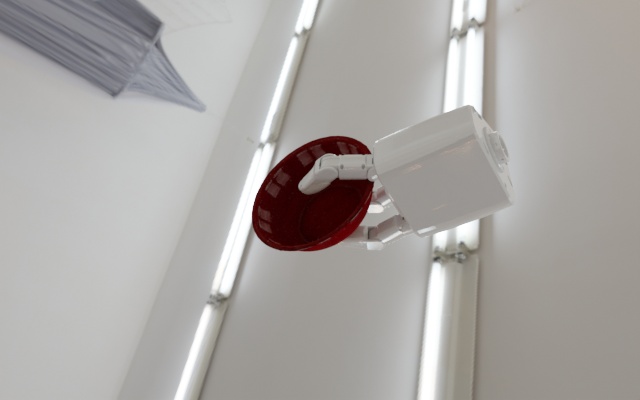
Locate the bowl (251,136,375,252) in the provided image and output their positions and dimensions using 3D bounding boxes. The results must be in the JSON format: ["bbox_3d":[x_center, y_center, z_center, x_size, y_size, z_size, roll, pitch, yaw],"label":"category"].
[{"bbox_3d":[-0.001,0.002,0.562,0.162,0.162,0.055,0,-35,35],"label":"bowl"}]
